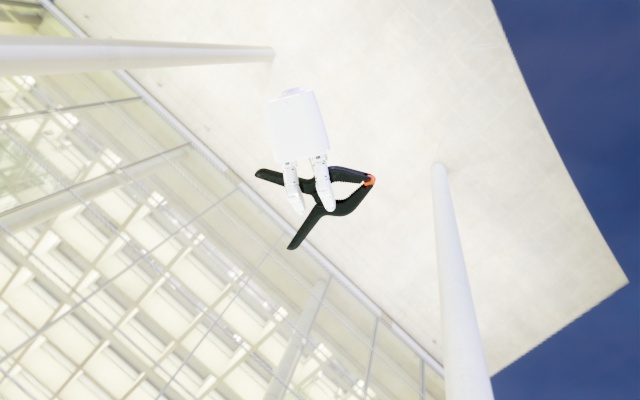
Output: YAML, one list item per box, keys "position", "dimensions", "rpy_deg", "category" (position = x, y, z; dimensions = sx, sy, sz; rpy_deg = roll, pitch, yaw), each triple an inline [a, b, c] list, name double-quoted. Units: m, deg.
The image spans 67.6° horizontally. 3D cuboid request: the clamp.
- position: [0.001, 0.002, 0.855]
  dimensions: [0.210, 0.165, 0.036]
  rpy_deg: [-11, 18, 15]
  category: "clamp"
